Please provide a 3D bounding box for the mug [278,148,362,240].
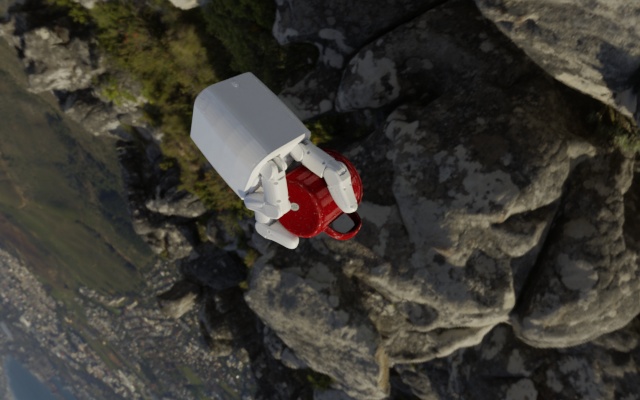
[{"bbox_3d":[0.001,0.003,0.591,0.081,0.117,0.093,-37,-8,-43],"label":"mug"}]
